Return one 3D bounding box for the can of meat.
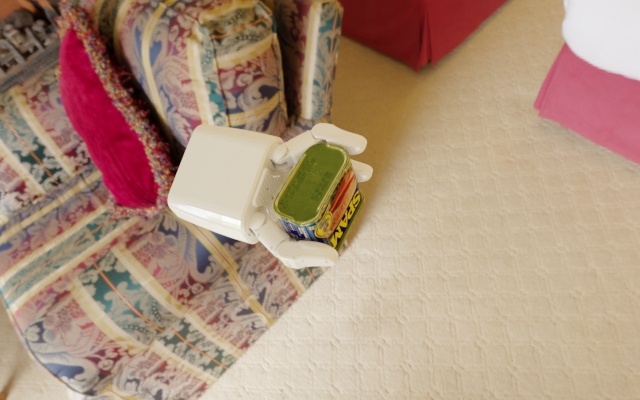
[{"bbox_3d":[0.000,0.002,0.504,0.057,0.102,0.084,18,-25,25],"label":"can of meat"}]
